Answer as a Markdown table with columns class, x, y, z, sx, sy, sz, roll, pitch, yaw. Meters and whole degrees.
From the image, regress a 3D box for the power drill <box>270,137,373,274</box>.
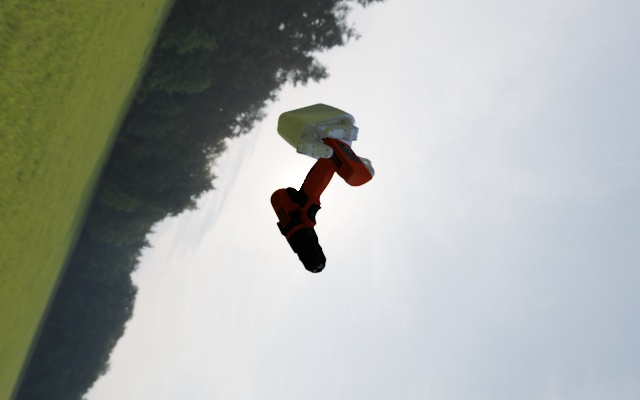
| class | x | y | z | sx | sy | sz | roll | pitch | yaw |
| --- | --- | --- | --- | --- | --- | --- | --- | --- | --- |
| power drill | 0.000 | 0.002 | 0.796 | 0.057 | 0.188 | 0.184 | 16 | 33 | -46 |
